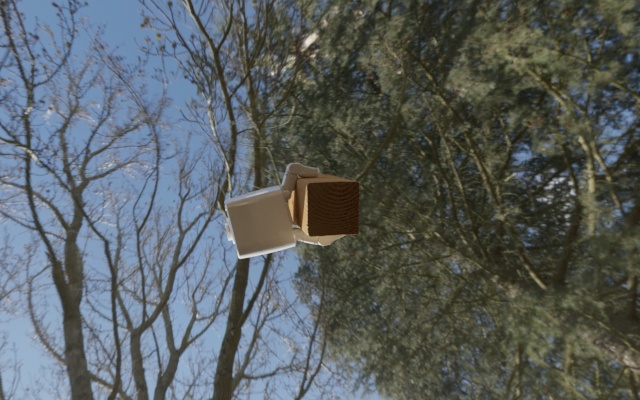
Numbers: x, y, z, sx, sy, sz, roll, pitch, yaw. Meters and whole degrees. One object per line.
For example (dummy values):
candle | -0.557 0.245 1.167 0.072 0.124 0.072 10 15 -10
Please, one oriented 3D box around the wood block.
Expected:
wood block | 0.000 0.003 0.880 0.090 0.091 0.206 -2 7 -12
